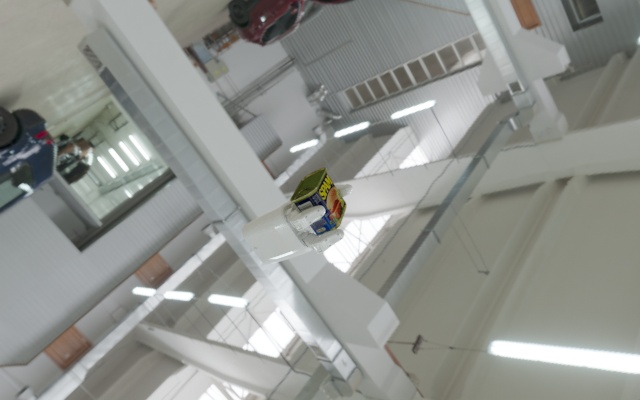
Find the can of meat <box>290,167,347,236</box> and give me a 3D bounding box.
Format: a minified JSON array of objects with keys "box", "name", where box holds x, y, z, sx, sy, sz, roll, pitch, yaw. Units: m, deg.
[{"box":[0.000,0.003,0.855,0.057,0.084,0.102,-24,21,26],"name":"can of meat"}]
